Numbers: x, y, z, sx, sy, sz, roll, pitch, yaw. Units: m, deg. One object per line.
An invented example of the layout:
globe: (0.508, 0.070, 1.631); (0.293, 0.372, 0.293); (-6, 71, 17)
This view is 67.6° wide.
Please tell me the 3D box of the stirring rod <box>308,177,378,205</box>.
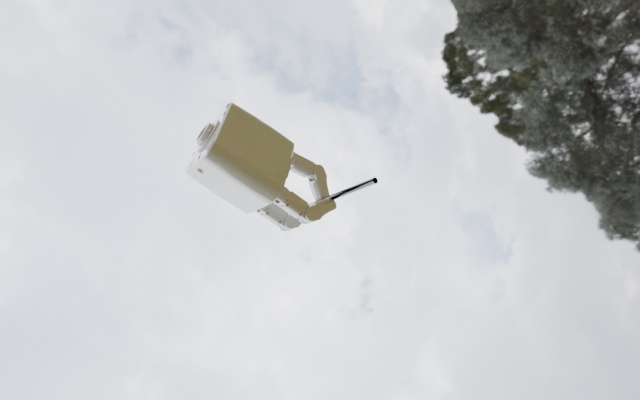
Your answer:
stirring rod: (0.000, 0.002, 0.687); (0.011, 0.011, 0.239); (0, -13, -35)
